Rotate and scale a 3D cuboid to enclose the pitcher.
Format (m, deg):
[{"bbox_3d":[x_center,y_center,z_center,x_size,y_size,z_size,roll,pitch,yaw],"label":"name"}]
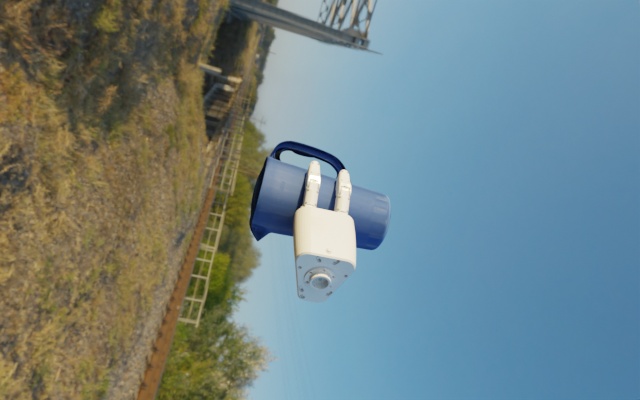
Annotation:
[{"bbox_3d":[0.000,0.003,0.864,0.243,0.149,0.145,14,36,-11],"label":"pitcher"}]
